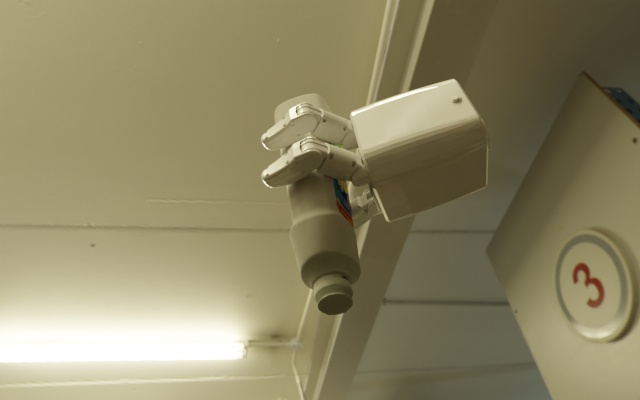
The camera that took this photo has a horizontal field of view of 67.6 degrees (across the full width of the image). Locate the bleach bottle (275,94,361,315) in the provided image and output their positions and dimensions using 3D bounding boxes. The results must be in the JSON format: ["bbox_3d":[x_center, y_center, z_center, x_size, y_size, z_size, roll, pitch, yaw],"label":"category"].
[{"bbox_3d":[0.000,0.001,0.467,0.068,0.250,0.103,-18,-47,8],"label":"bleach bottle"}]
